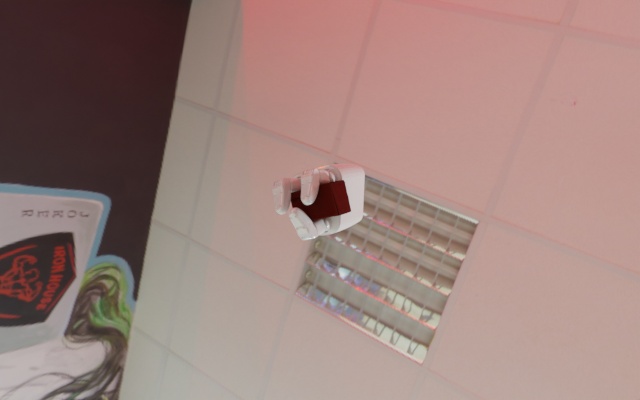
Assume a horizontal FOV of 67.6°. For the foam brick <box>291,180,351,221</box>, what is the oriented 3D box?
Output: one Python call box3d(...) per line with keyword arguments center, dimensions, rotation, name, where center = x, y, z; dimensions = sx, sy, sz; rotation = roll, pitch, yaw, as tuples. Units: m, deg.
box3d(center=(0.000, 0.002, 0.744), dimensions=(0.078, 0.053, 0.051), rotation=(-13, 0, 30), name="foam brick")
